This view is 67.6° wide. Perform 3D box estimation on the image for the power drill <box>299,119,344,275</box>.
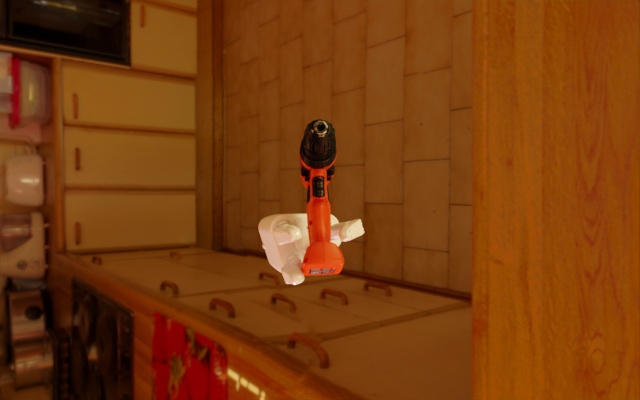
[{"bbox_3d":[0.000,0.003,0.659,0.057,0.187,0.184,-1,-18,-1],"label":"power drill"}]
